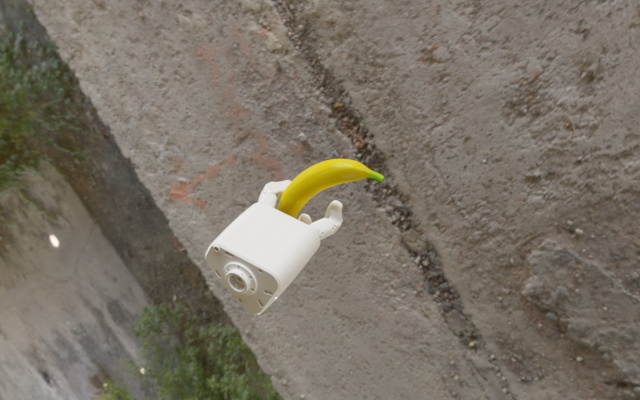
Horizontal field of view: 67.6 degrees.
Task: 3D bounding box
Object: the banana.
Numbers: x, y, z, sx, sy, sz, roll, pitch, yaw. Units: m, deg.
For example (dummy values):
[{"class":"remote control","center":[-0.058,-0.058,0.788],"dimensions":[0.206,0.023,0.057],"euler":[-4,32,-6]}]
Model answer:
[{"class":"banana","center":[-0.008,-0.014,0.695],"dimensions":[0.198,0.070,0.037],"euler":[-25,16,34]}]
